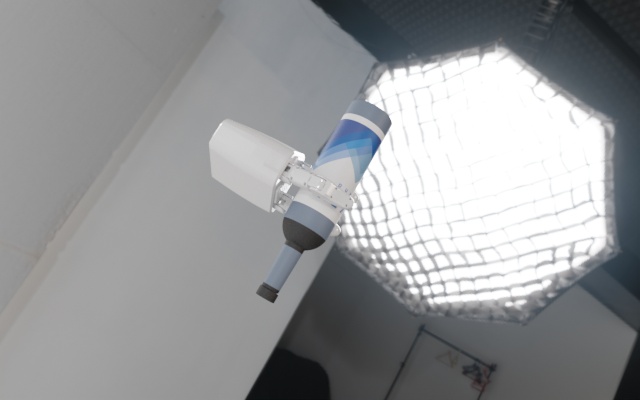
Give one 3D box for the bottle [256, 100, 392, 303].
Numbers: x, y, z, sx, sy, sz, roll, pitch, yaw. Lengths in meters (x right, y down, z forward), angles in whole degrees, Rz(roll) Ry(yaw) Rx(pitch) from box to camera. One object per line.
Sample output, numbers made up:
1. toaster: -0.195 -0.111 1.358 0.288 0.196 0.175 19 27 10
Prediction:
1. bottle: 0.000 0.002 0.647 0.069 0.295 0.069 29 -11 6
